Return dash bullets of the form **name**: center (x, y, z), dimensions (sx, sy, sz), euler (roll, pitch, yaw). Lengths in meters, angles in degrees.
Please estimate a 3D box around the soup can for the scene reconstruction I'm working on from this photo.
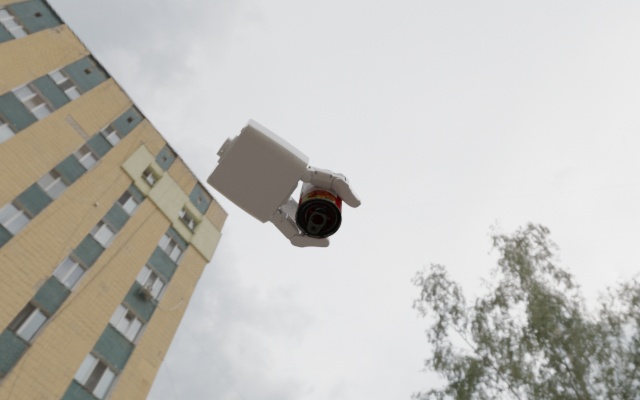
- **soup can**: center (0.001, 0.002, 0.727), dimensions (0.068, 0.068, 0.102), euler (0, 29, 4)
